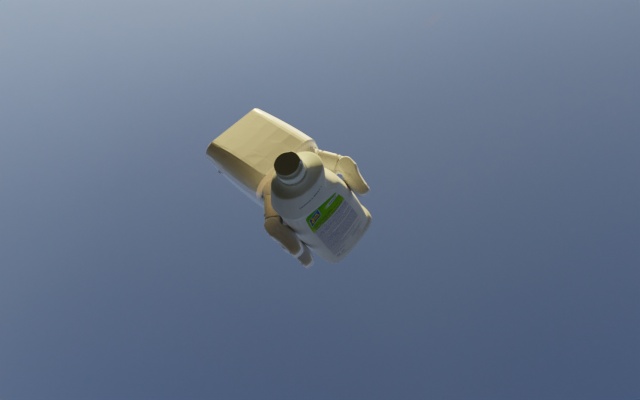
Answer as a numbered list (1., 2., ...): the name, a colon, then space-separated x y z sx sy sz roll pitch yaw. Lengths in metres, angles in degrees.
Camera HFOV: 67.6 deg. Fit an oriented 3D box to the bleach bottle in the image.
1. bleach bottle: 0.000 0.002 0.602 0.068 0.102 0.251 34 -10 24
